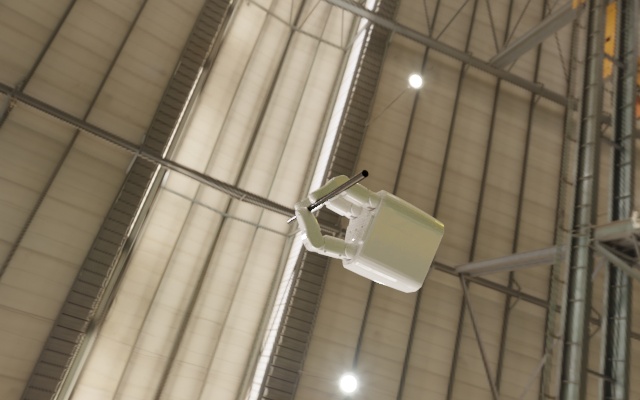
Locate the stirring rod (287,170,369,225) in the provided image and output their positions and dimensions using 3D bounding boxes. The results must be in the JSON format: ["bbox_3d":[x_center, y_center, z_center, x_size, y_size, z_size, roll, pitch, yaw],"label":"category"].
[{"bbox_3d":[0.000,0.002,0.600,0.011,0.011,0.239,0,-14,-23],"label":"stirring rod"}]
